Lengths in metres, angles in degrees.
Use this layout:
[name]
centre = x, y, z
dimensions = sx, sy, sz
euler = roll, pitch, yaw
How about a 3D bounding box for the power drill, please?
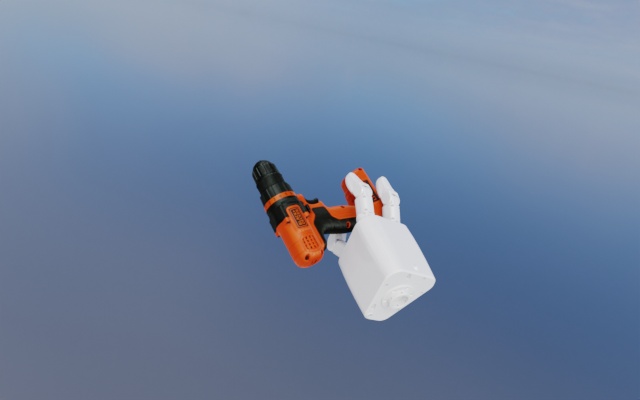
[power drill]
centre = 0.001, 0.003, 0.755
dimensions = 0.187, 0.184, 0.057
euler = -15, -23, -33
